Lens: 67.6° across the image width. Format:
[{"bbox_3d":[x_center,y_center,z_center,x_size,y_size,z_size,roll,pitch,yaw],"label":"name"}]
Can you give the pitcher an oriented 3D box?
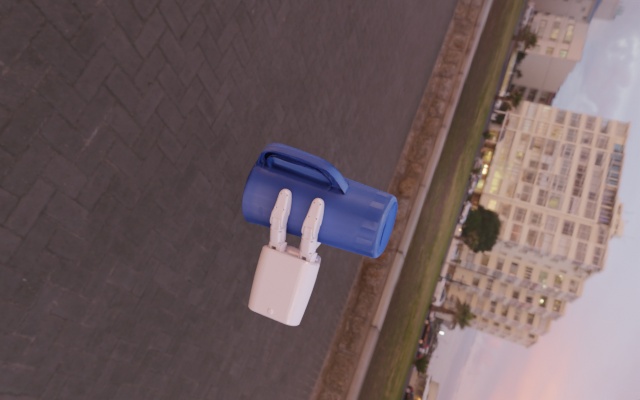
[{"bbox_3d":[0.000,0.003,0.799,0.243,0.145,0.149,18,3,16],"label":"pitcher"}]
